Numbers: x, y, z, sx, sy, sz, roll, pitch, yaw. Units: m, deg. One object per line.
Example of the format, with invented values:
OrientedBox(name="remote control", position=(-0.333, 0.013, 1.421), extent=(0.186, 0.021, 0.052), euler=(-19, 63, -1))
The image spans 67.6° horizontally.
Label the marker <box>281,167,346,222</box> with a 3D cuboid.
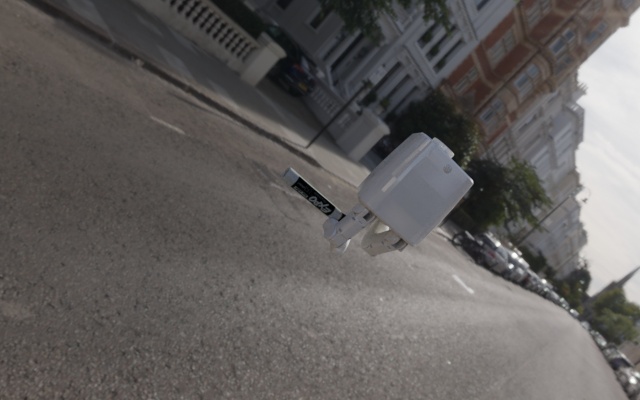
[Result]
OrientedBox(name="marker", position=(0.000, 0.002, 0.609), extent=(0.121, 0.020, 0.020), euler=(40, -16, -20))
